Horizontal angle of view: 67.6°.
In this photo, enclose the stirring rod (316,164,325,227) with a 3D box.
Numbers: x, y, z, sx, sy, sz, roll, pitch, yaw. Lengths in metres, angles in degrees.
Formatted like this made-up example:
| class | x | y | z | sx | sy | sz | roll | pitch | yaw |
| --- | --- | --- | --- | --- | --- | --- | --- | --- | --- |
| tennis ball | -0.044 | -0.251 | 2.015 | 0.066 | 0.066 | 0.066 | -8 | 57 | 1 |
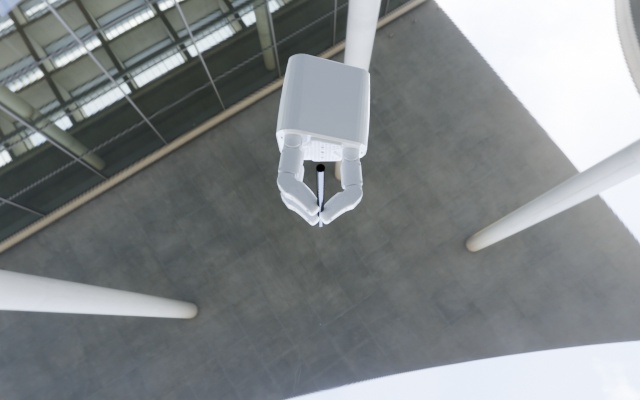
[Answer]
| class | x | y | z | sx | sy | sz | roll | pitch | yaw |
| --- | --- | --- | --- | --- | --- | --- | --- | --- | --- |
| stirring rod | 0.000 | 0.002 | 0.535 | 0.011 | 0.011 | 0.239 | 0 | -15 | 0 |
